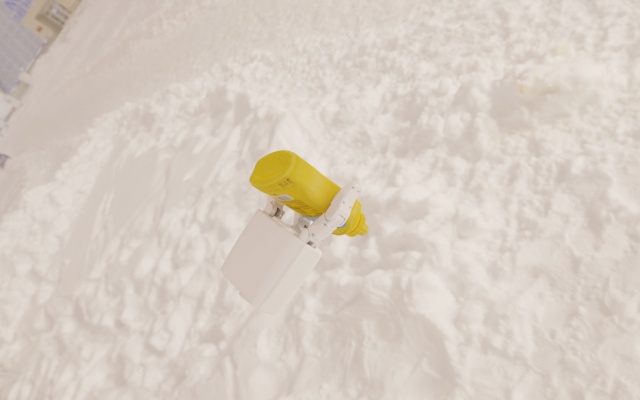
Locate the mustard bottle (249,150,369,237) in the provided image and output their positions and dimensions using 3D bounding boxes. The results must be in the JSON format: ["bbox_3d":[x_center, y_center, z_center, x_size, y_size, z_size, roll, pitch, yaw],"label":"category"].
[{"bbox_3d":[0.000,0.002,0.666,0.192,0.058,0.096,34,-25,-33],"label":"mustard bottle"}]
